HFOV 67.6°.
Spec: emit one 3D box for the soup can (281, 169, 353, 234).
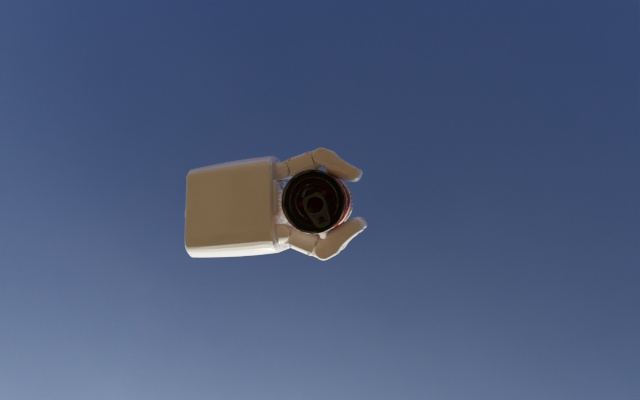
[{"bbox_3d":[0.001,0.002,0.547,0.068,0.068,0.102,0,0,9],"label":"soup can"}]
